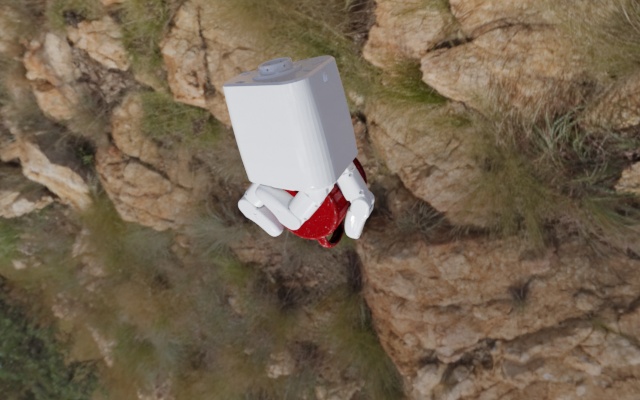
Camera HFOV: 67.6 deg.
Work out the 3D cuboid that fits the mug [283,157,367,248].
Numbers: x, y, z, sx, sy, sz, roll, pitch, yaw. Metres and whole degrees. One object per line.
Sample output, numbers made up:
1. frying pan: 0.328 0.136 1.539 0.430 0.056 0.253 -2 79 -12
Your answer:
1. mug: 0.000 0.003 0.559 0.093 0.117 0.081 -1 29 28
